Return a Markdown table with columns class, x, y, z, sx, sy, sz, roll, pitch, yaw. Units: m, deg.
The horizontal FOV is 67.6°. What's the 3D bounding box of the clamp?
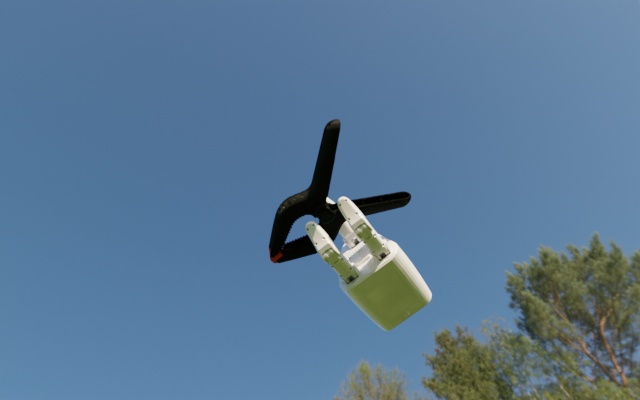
| class | x | y | z | sx | sy | sz | roll | pitch | yaw |
| --- | --- | --- | --- | --- | --- | --- | --- | --- | --- |
| clamp | 0.000 | 0.002 | 0.655 | 0.210 | 0.165 | 0.036 | -37 | 24 | 7 |
